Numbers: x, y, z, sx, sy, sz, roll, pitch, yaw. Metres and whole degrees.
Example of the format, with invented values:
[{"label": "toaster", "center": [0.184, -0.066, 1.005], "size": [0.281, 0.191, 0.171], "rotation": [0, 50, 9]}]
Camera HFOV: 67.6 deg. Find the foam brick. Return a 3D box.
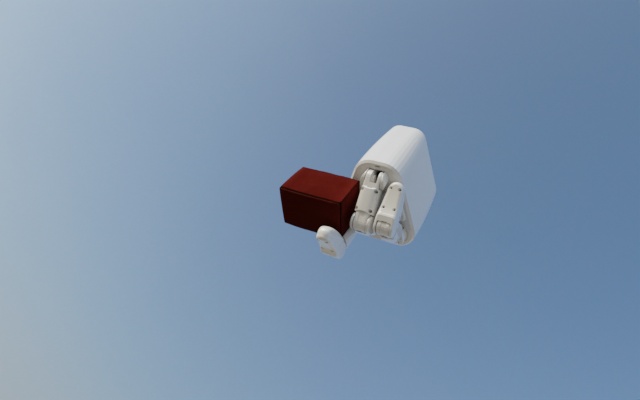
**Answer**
[{"label": "foam brick", "center": [0.000, 0.002, 0.557], "size": [0.078, 0.053, 0.051], "rotation": [16, 40, 23]}]
